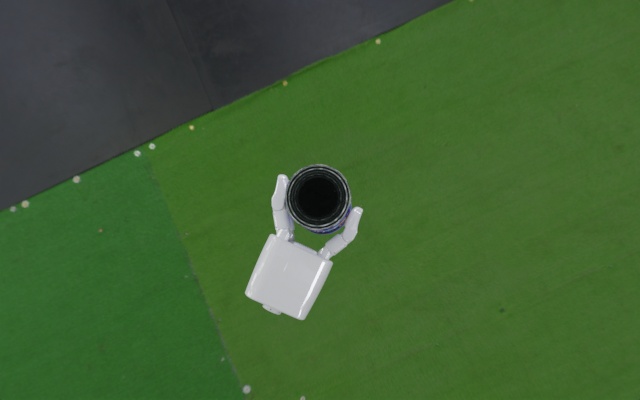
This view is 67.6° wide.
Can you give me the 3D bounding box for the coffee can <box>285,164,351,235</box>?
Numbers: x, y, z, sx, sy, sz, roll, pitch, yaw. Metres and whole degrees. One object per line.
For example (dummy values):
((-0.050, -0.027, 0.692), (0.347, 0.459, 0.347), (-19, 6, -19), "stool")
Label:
((0.000, 0.002, 0.796), (0.103, 0.103, 0.140), (0, -7, 4), "coffee can")
